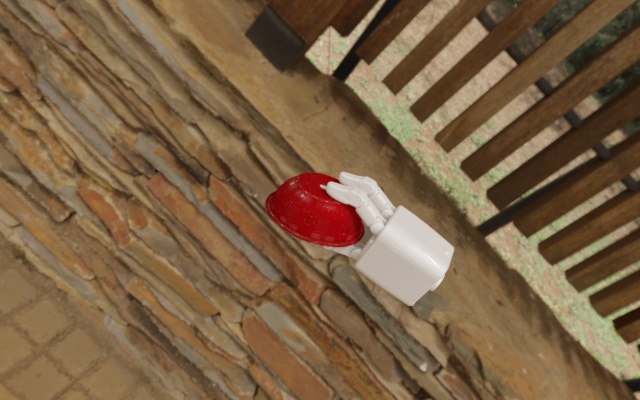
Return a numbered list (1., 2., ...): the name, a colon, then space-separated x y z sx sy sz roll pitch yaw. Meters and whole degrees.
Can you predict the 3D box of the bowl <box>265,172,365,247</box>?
1. bowl: -0.001 0.002 0.730 0.162 0.055 0.162 16 27 -8
